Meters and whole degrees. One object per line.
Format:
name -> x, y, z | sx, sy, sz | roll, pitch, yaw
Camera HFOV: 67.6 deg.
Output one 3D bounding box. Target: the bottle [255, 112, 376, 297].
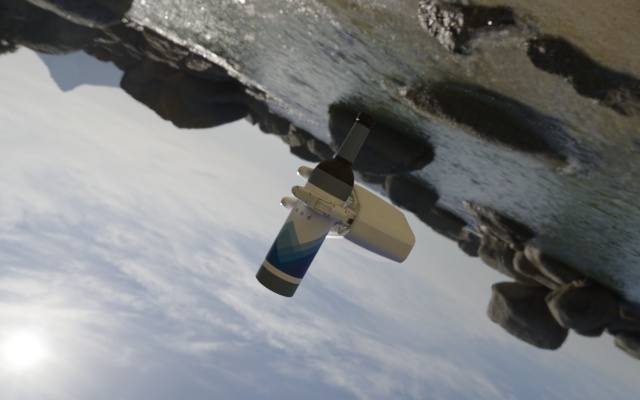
bottle -> 0.000, 0.003, 0.720 | 0.069, 0.296, 0.069 | 29, 4, -2
